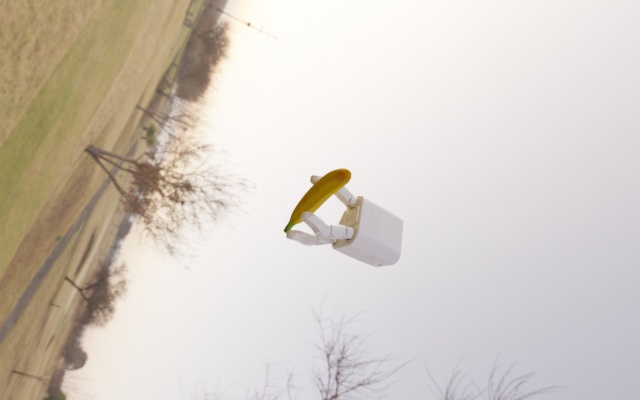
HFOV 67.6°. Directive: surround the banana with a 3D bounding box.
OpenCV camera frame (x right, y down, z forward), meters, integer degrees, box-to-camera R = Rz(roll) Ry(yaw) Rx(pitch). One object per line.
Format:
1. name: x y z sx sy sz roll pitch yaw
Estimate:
1. banana: 0.001 -0.008 0.862 0.037 0.069 0.198 30 -48 -18
